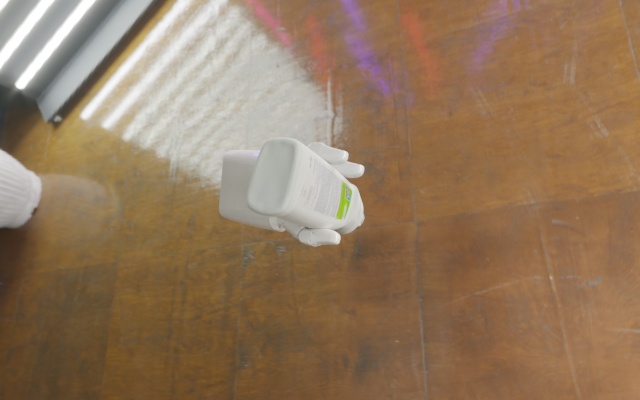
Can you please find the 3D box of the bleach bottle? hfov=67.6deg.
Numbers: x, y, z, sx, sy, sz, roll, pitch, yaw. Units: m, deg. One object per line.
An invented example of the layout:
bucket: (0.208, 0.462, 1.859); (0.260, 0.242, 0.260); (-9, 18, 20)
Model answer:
bleach bottle: (0.000, 0.002, 0.677); (0.068, 0.102, 0.251); (7, -13, 30)
